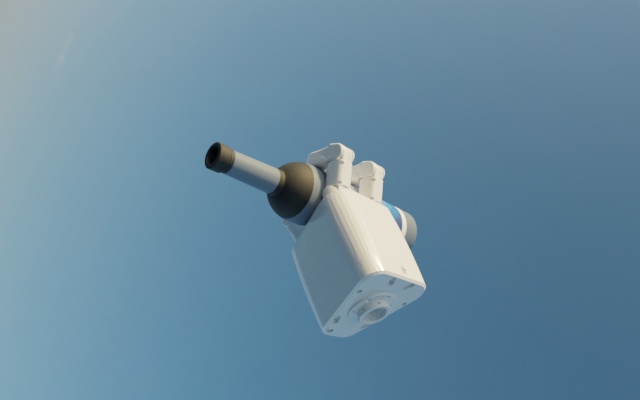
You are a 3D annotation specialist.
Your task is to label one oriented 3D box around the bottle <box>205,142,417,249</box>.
[{"bbox_3d":[0.000,0.002,0.546,0.296,0.069,0.069,24,-16,-41],"label":"bottle"}]
